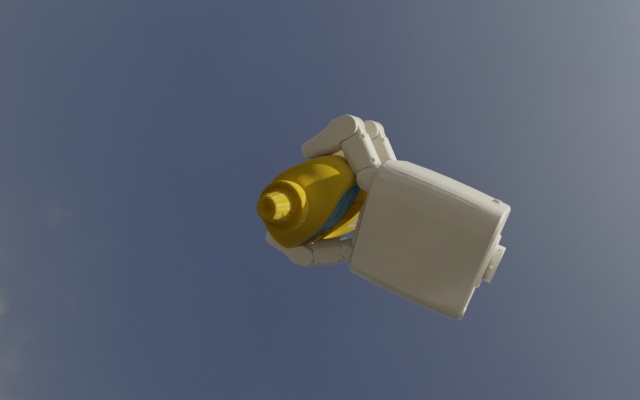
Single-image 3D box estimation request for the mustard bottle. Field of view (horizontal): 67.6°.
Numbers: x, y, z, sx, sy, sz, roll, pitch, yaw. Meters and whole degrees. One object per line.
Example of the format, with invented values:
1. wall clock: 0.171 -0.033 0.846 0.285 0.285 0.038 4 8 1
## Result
1. mustard bottle: 0.000 0.001 0.443 0.096 0.058 0.191 -46 -15 20
